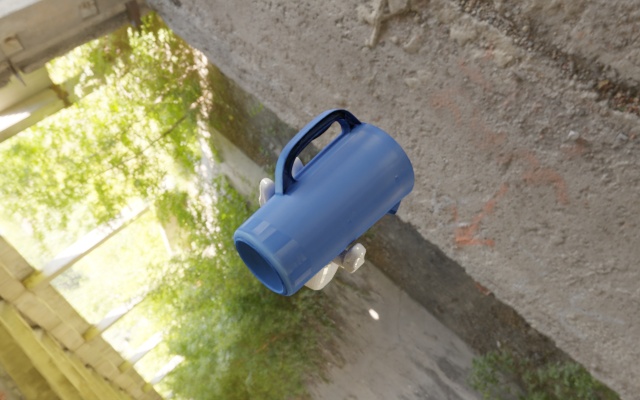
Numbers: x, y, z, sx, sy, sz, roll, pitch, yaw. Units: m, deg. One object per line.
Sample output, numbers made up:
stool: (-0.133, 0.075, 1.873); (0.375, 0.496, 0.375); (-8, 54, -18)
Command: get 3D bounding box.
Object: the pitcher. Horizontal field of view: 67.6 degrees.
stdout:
pitcher: (0.000, 0.002, 0.642); (0.242, 0.149, 0.145); (-41, -18, -26)
